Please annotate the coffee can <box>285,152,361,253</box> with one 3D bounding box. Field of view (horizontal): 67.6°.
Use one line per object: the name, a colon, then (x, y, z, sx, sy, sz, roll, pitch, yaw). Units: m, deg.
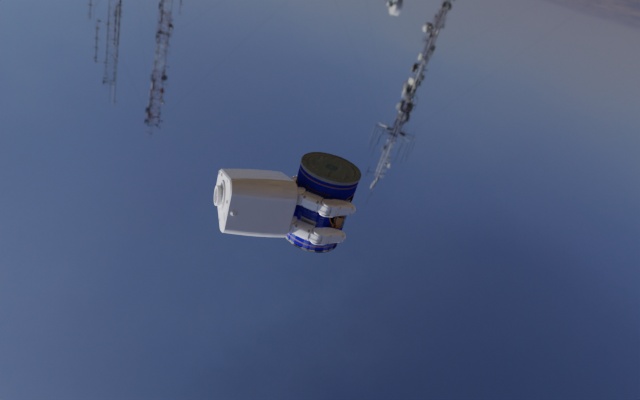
coffee can: (0.000, 0.003, 0.814, 0.103, 0.140, 0.102, 13, 28, -7)
